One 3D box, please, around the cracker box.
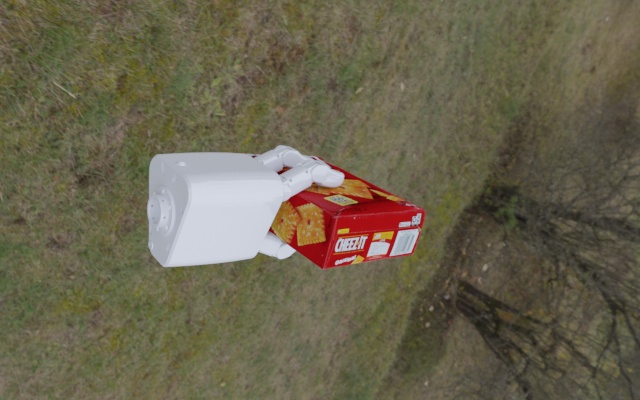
[{"bbox_3d":[0.000,0.002,0.611,0.164,0.072,0.213,-2,24,-43],"label":"cracker box"}]
